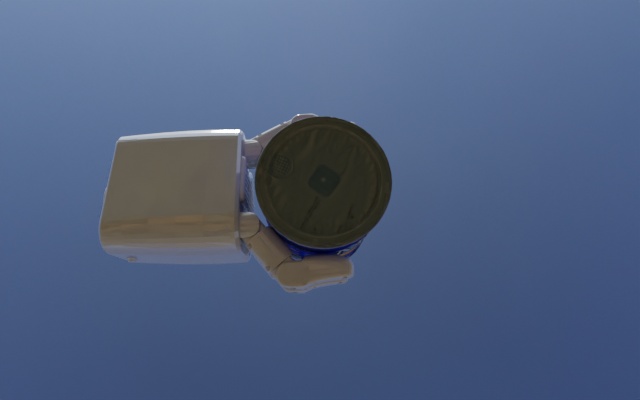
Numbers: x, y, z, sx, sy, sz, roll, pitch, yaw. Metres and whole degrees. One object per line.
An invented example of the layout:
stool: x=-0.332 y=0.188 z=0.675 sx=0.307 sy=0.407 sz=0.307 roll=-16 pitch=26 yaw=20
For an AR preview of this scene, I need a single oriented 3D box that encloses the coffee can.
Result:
coffee can: x=0.000 y=0.001 z=0.421 sx=0.103 sy=0.102 sz=0.140 roll=0 pitch=-14 yaw=-2
